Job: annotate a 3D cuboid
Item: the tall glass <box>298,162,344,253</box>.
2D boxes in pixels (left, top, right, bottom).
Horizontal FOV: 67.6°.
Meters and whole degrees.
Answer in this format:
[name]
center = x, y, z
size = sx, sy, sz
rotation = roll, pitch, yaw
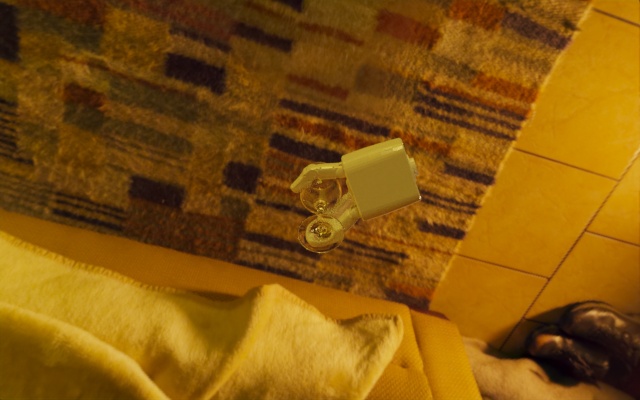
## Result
[tall glass]
center = 0.000, 0.003, 0.840
size = 0.079, 0.079, 0.201
rotation = 0, 30, -1
